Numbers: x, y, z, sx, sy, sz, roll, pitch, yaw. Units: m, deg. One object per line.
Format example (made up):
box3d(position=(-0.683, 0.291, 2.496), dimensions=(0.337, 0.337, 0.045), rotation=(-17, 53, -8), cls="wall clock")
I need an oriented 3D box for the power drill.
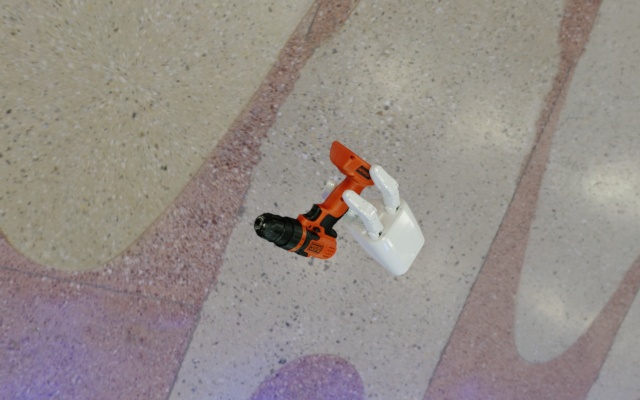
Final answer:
box3d(position=(0.001, 0.002, 0.752), dimensions=(0.057, 0.187, 0.184), rotation=(42, 10, 37), cls="power drill")
